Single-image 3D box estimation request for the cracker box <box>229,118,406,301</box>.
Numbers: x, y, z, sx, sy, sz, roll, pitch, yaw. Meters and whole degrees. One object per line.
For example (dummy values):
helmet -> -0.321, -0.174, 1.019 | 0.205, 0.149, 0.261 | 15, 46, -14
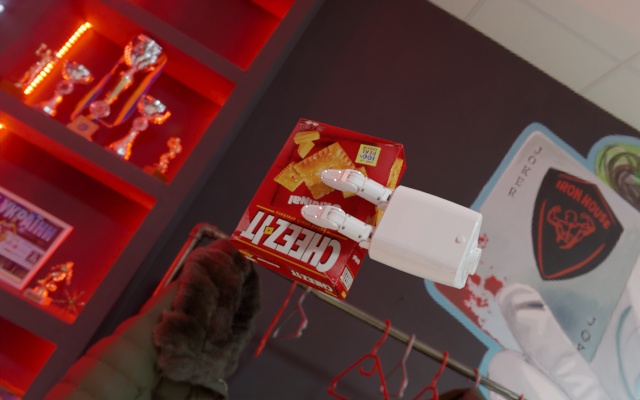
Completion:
cracker box -> 0.000, 0.002, 0.653 | 0.164, 0.213, 0.072 | 19, -21, 23
